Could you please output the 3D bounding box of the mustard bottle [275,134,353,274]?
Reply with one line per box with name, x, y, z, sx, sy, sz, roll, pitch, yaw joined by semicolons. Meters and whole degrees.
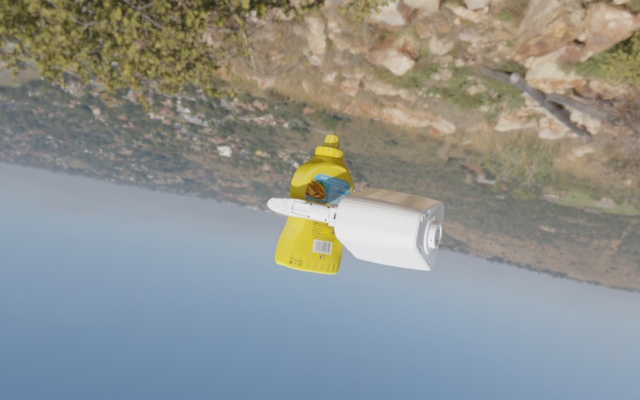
mustard bottle;0.000;0.002;0.666;0.096;0.191;0.058;14;-5;-36
